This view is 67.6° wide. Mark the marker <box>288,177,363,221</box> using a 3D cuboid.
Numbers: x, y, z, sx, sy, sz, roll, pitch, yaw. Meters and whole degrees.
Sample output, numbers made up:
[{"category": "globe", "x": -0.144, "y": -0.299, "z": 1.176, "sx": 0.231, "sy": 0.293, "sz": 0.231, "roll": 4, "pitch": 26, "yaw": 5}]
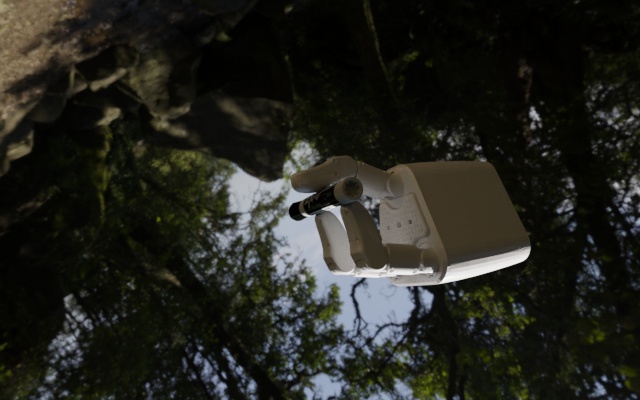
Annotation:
[{"category": "marker", "x": 0.000, "y": 0.001, "z": 0.415, "sx": 0.020, "sy": 0.020, "sz": 0.121, "roll": 0, "pitch": -10, "yaw": -24}]
